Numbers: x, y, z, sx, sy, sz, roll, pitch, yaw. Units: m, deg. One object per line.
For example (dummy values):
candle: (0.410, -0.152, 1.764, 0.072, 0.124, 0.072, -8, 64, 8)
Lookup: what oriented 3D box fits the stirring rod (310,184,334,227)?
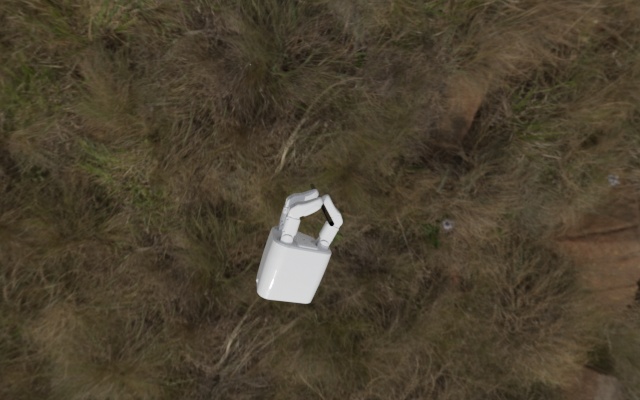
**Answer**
stirring rod: (0.000, 0.003, 0.829, 0.011, 0.011, 0.239, 0, 16, -8)
